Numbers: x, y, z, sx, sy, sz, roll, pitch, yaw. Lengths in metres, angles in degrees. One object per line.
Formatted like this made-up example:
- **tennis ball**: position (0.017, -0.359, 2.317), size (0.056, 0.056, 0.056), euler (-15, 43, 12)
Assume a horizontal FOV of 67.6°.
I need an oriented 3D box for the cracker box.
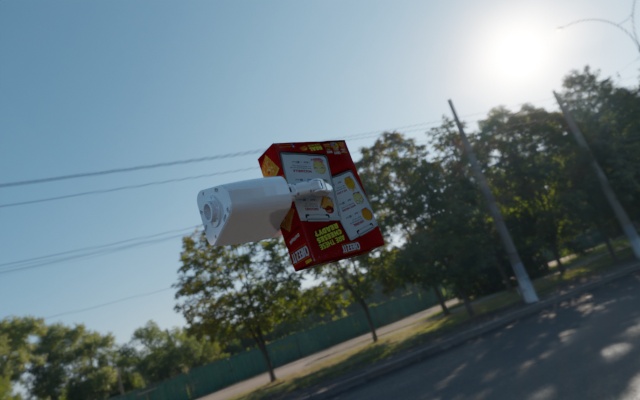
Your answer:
- **cracker box**: position (0.000, 0.003, 0.843), size (0.164, 0.213, 0.072), euler (-8, -18, -38)
